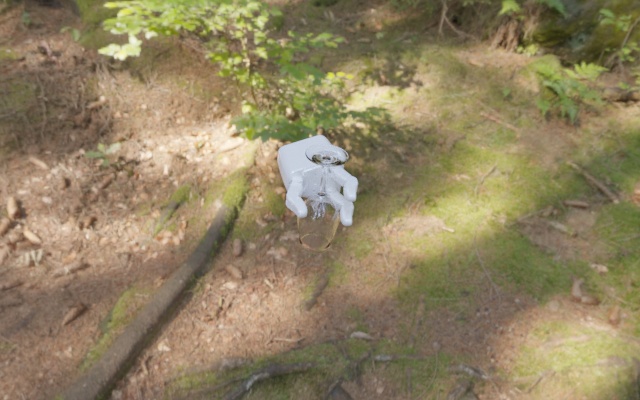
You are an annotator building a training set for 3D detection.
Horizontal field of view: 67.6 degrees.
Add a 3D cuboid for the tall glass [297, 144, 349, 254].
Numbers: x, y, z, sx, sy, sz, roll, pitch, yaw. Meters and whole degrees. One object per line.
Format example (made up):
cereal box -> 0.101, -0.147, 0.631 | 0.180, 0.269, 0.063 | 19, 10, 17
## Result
tall glass -> 0.000, 0.002, 0.867 | 0.079, 0.201, 0.079 | 5, 35, -4
